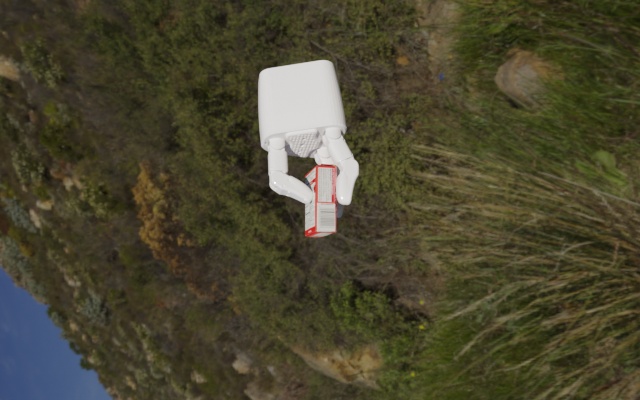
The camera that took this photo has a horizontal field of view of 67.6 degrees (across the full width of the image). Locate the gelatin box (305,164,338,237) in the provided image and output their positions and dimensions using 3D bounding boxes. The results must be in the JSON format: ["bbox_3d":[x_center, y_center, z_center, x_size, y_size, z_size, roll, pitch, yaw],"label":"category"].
[{"bbox_3d":[0.000,0.002,0.637,0.030,0.089,0.073,3,-9,-13],"label":"gelatin box"}]
